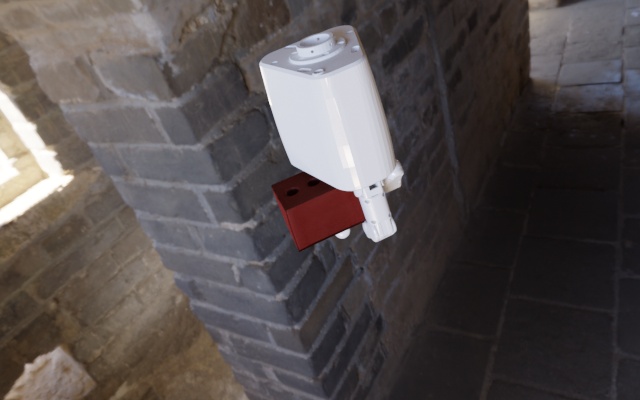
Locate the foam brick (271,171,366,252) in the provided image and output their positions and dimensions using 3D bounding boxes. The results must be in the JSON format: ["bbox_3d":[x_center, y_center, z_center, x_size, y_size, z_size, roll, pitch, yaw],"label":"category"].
[{"bbox_3d":[0.000,0.002,0.458,0.078,0.051,0.053,-25,36,-7],"label":"foam brick"}]
